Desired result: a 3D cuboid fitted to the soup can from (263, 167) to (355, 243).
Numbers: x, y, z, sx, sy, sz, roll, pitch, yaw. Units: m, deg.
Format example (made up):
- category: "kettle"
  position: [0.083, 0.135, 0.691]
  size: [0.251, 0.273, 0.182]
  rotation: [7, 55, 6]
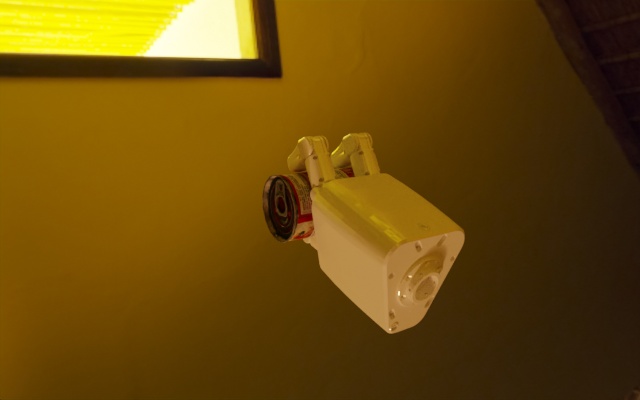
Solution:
- category: "soup can"
  position: [0.000, 0.001, 0.499]
  size: [0.102, 0.068, 0.068]
  rotation: [-9, 5, -32]
